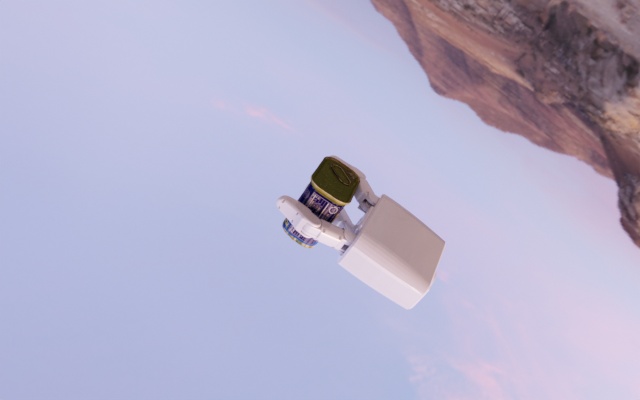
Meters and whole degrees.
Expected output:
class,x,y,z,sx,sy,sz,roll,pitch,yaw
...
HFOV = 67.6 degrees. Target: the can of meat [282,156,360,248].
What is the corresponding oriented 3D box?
class,x,y,z,sx,sy,sz,roll,pitch,yaw
can of meat,0.000,0.002,0.617,0.057,0.084,0.102,34,28,-2
